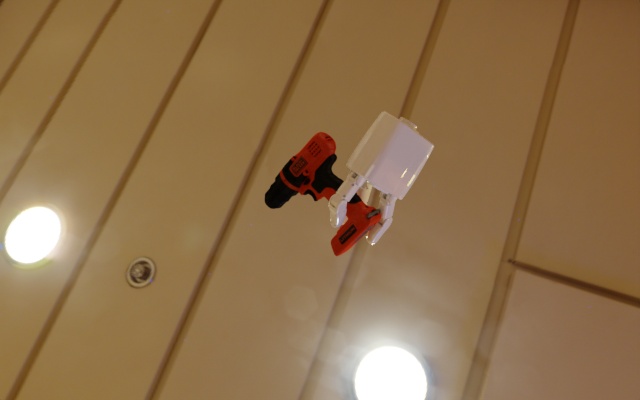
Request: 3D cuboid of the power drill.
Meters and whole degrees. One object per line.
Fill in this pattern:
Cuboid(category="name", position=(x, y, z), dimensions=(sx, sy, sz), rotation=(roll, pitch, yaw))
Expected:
Cuboid(category="power drill", position=(0.001, 0.003, 0.839), dimensions=(0.184, 0.187, 0.057), rotation=(-46, -12, 31))
